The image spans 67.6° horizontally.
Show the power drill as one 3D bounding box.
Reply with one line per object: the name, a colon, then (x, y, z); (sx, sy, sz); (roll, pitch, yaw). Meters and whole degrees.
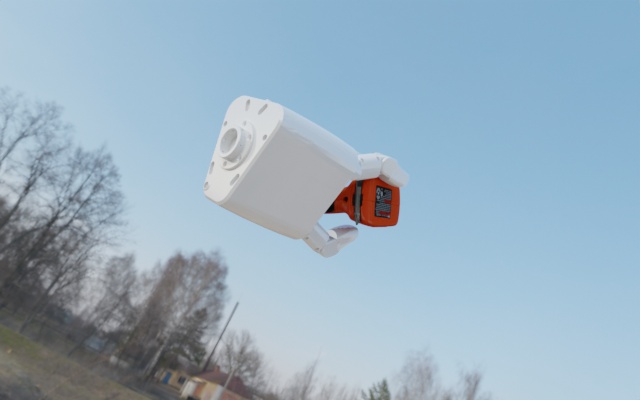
power drill: (0.000, 0.002, 0.601); (0.187, 0.057, 0.184); (1, -2, 27)
